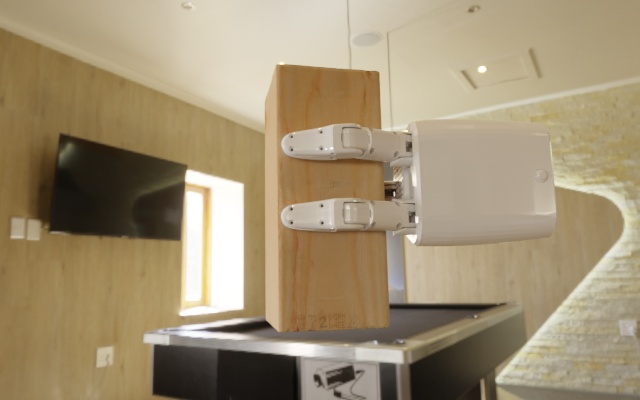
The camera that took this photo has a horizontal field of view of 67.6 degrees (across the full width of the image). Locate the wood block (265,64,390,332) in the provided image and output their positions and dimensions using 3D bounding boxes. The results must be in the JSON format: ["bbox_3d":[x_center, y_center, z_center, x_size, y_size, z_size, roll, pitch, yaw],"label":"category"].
[{"bbox_3d":[0.000,0.001,0.412,0.090,0.206,0.091,1,-8,-12],"label":"wood block"}]
